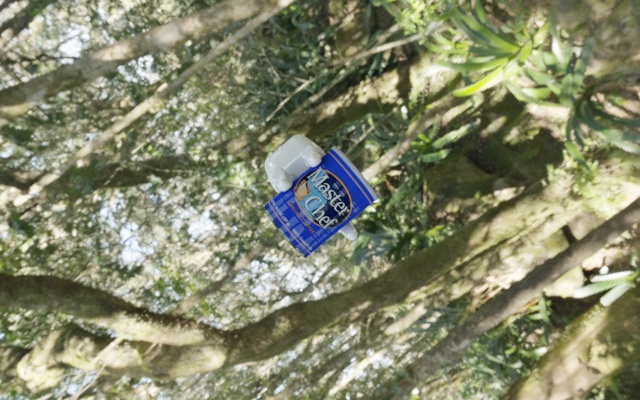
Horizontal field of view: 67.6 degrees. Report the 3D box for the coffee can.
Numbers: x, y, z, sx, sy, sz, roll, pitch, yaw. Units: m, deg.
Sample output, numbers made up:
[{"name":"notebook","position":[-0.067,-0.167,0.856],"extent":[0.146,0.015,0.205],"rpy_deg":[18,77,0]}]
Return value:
[{"name":"coffee can","position":[0.000,0.002,0.712],"extent":[0.140,0.103,0.103],"rpy_deg":[-40,-1,1]}]
